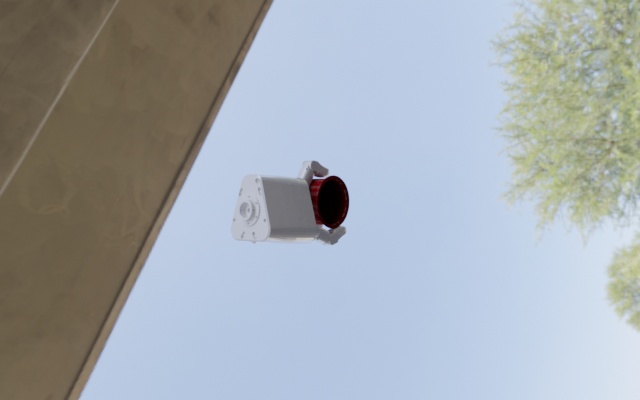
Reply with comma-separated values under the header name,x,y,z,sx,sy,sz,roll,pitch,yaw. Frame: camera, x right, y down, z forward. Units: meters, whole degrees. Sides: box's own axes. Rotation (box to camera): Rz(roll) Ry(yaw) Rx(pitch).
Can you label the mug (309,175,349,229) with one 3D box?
name,x,y,z,sx,sy,sz,roll,pitch,yaw
mug,0.001,0.003,0.867,0.081,0.093,0.117,1,-4,40
